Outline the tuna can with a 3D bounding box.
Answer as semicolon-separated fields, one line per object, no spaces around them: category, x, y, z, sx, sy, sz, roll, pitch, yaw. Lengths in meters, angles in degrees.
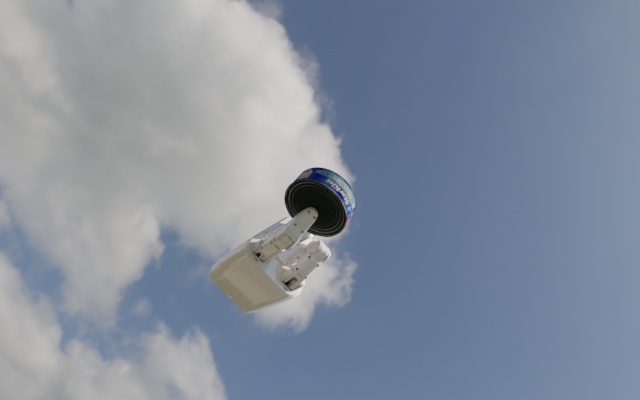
tuna can;0.000;0.002;0.595;0.086;0.086;0.033;0;34;33
